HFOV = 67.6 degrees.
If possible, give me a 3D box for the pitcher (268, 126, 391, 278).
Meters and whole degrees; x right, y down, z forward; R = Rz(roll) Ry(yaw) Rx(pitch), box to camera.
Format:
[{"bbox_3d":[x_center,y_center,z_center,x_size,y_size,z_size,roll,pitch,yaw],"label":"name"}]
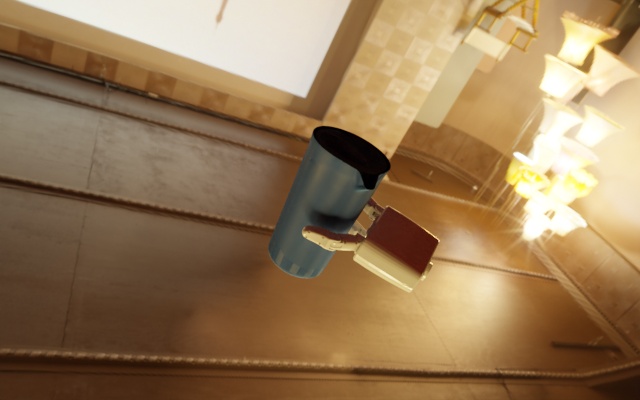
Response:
[{"bbox_3d":[0.000,0.003,0.797,0.145,0.243,0.149,31,28,7],"label":"pitcher"}]
